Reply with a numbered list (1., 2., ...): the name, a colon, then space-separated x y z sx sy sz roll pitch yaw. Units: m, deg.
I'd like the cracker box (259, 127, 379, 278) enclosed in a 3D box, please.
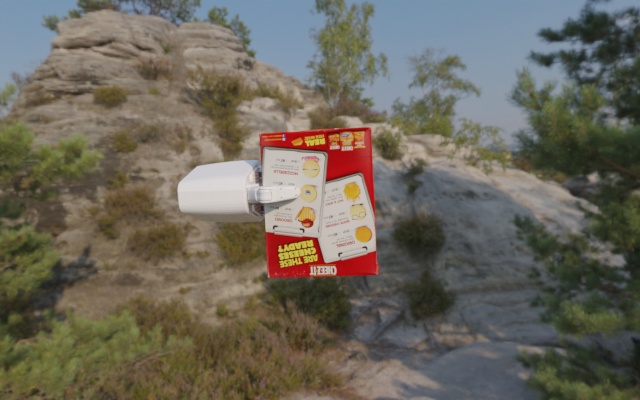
1. cracker box: 0.000 0.002 0.715 0.164 0.214 0.072 -3 5 8
